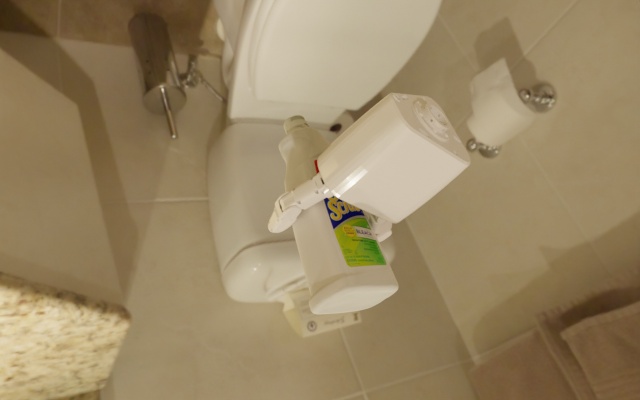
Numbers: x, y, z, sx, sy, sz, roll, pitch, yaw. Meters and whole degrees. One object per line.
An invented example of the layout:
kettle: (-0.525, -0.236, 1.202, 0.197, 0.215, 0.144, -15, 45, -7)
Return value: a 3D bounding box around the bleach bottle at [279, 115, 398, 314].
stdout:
bleach bottle: (0.000, 0.002, 0.556, 0.102, 0.250, 0.068, 8, -39, -43)
